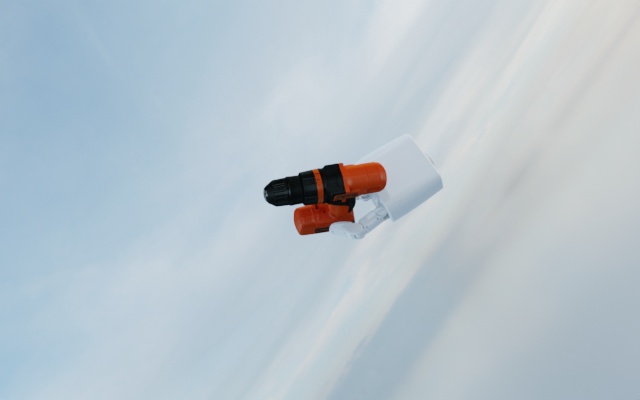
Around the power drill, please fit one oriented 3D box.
[{"bbox_3d":[0.000,0.003,0.763,0.184,0.057,0.188,-8,-18,-10],"label":"power drill"}]
